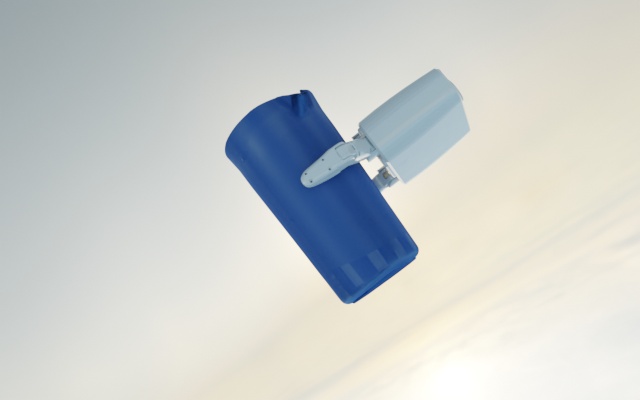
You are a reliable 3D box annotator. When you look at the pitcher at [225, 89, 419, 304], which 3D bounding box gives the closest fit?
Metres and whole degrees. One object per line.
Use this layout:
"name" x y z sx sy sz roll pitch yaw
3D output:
"pitcher" 0.000 0.002 0.578 0.145 0.242 0.149 -38 -14 8
